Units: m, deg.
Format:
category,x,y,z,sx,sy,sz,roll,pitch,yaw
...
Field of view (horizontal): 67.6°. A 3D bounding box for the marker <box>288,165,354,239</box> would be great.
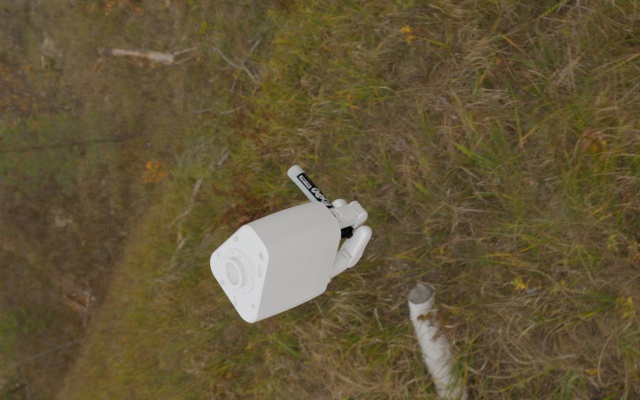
category,x,y,z,sx,sy,sz,roll,pitch,yaw
marker,0.000,0.002,0.600,0.121,0.020,0.020,49,25,23
